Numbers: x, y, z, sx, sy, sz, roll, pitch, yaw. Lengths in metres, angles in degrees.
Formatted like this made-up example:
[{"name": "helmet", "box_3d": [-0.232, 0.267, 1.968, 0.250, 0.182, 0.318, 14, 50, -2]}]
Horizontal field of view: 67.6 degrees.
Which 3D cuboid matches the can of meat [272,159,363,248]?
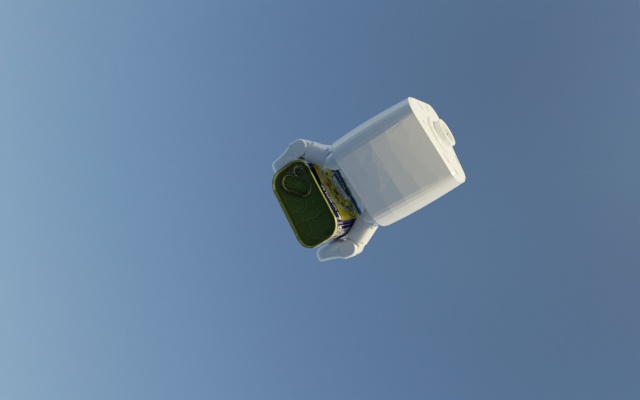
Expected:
[{"name": "can of meat", "box_3d": [0.000, 0.002, 0.586, 0.057, 0.102, 0.084, -34, -14, 27]}]
